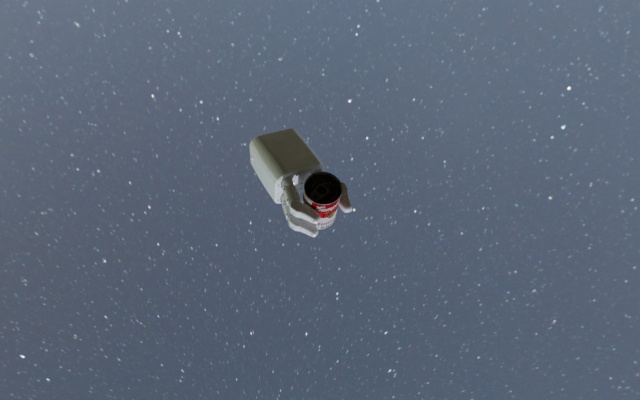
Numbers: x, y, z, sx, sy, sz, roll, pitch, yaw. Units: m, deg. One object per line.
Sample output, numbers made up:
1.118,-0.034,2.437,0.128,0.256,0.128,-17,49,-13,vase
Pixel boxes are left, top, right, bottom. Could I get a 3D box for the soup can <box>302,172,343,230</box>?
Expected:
0.000,0.003,0.878,0.068,0.068,0.102,0,-30,-6,soup can
